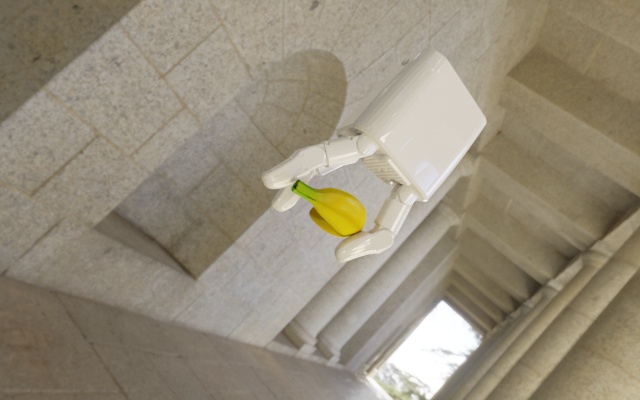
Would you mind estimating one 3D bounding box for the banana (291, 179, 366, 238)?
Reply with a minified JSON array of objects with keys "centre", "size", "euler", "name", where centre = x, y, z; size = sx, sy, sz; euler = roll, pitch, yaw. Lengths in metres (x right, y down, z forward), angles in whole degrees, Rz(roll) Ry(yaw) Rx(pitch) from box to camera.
[{"centre":[0.015,0.012,0.501],"size":[0.069,0.037,0.198],"euler":[36,-7,8],"name":"banana"}]
